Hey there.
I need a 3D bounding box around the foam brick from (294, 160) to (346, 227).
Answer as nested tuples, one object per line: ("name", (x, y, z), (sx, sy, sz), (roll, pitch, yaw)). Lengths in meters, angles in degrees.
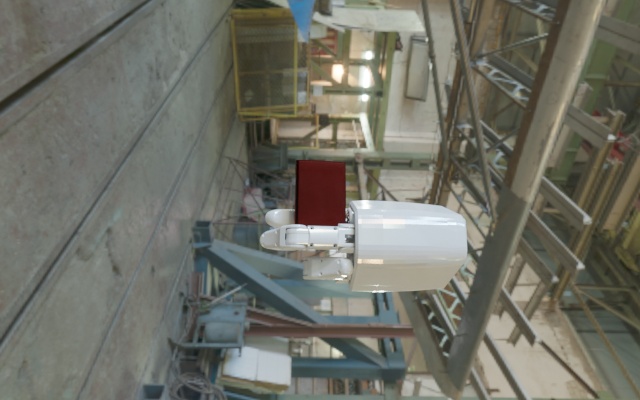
("foam brick", (0.000, 0.001, 0.500), (0.051, 0.078, 0.053), (0, -11, 0))
